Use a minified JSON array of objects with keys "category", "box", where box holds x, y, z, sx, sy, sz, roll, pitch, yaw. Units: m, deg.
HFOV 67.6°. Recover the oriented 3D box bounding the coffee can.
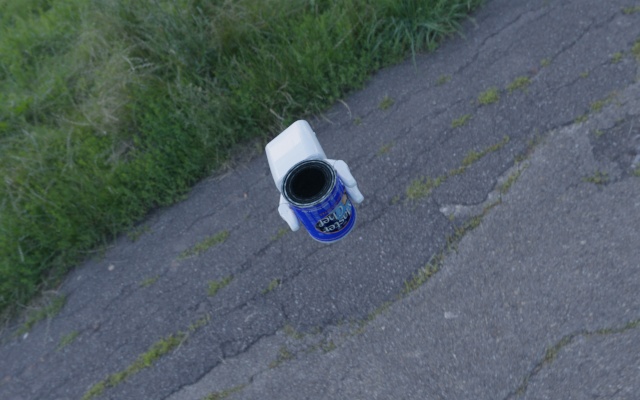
[{"category":"coffee can","box":[0.000,0.003,0.882,0.103,0.102,0.140,0,-30,21]}]
